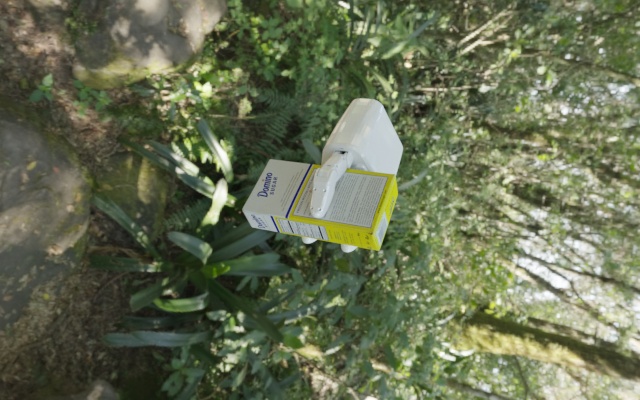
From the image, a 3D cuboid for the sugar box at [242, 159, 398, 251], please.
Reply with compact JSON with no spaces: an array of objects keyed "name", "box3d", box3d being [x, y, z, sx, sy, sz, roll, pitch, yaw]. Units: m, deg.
[{"name":"sugar box","box3d":[0.000,0.002,0.606,0.176,0.093,0.048,8,-36,24]}]
